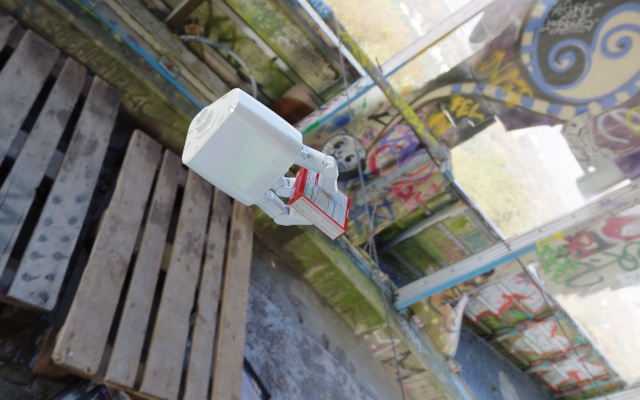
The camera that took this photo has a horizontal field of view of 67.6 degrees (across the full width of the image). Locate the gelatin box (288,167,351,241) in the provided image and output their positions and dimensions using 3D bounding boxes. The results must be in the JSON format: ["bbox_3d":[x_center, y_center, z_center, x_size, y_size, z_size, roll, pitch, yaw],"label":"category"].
[{"bbox_3d":[0.001,0.002,0.671,0.089,0.073,0.030,39,-57,-20],"label":"gelatin box"}]
